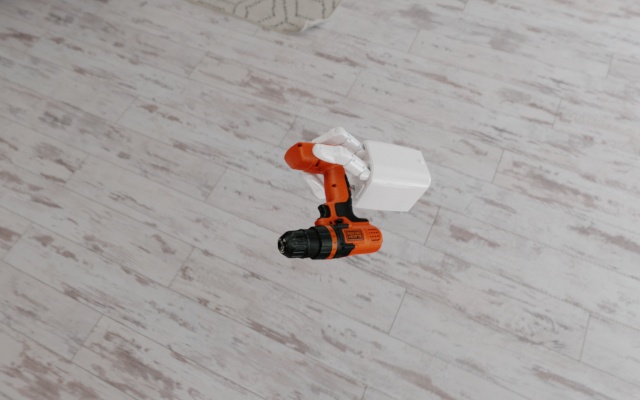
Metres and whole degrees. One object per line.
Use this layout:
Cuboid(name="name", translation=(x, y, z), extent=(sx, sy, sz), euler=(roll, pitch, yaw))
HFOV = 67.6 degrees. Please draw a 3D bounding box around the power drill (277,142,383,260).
Cuboid(name="power drill", translation=(0.000, 0.002, 0.747), extent=(0.184, 0.187, 0.057), euler=(1, -25, -37))
